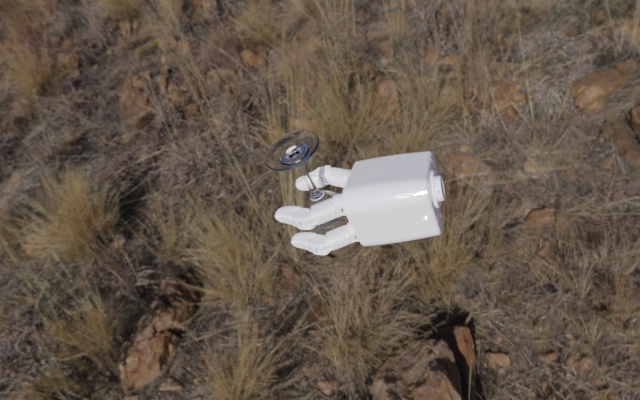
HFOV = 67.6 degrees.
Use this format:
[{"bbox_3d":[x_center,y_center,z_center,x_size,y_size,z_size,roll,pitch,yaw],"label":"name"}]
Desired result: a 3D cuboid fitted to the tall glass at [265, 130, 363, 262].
[{"bbox_3d":[0.000,0.002,0.663,0.079,0.079,0.201,0,-42,29],"label":"tall glass"}]
